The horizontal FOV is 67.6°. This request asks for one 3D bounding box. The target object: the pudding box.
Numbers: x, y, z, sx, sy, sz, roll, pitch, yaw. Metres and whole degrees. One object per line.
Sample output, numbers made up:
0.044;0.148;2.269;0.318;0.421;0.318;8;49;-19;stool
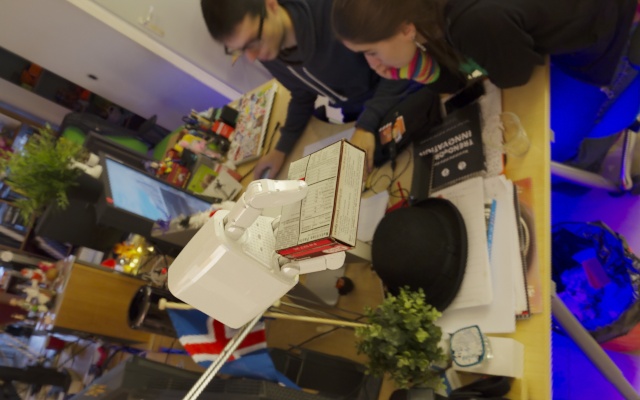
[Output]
0.000;0.002;0.498;0.039;0.113;0.090;25;-29;-36;pudding box
